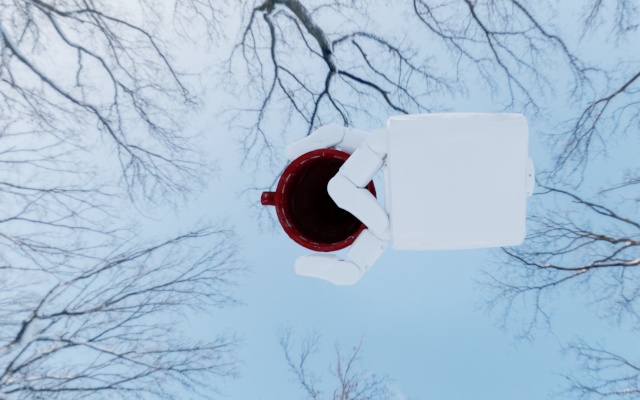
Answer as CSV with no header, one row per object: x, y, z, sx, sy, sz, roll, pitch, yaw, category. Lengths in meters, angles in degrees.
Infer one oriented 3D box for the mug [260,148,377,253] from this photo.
-0.001,0.002,0.466,0.117,0.093,0.081,0,-3,12,mug
